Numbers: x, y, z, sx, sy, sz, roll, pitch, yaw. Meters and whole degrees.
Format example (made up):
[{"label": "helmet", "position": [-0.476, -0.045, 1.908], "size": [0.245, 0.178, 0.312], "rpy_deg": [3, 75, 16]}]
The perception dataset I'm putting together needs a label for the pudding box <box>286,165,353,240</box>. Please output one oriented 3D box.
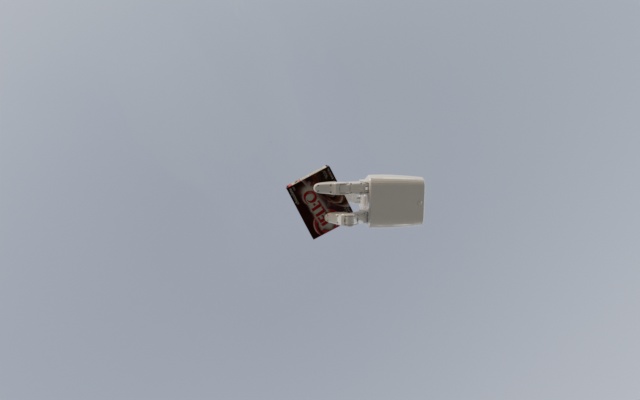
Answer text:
[{"label": "pudding box", "position": [0.000, 0.003, 0.889], "size": [0.090, 0.113, 0.039], "rpy_deg": [-28, 9, -1]}]
